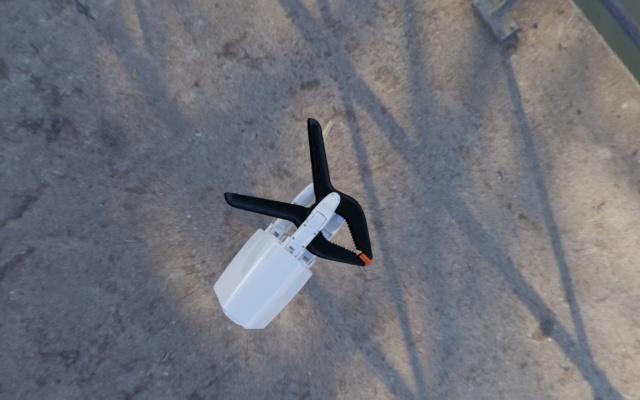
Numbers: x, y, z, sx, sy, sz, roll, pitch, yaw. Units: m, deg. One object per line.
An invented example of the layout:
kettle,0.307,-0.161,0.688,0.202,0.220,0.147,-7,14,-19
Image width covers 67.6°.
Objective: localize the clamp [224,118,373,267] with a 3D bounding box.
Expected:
clamp,0.000,0.003,0.646,0.210,0.164,0.036,40,-8,-3
